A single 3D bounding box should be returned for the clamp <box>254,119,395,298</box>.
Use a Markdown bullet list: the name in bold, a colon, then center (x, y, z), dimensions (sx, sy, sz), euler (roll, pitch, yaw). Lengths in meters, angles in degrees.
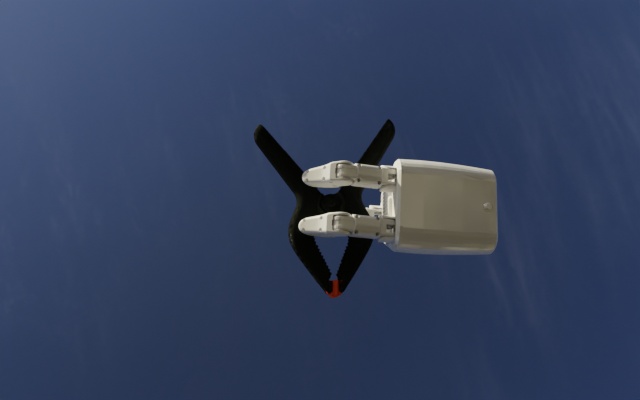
- **clamp**: center (0.000, 0.003, 0.540), dimensions (0.164, 0.210, 0.036), euler (4, -14, 0)
